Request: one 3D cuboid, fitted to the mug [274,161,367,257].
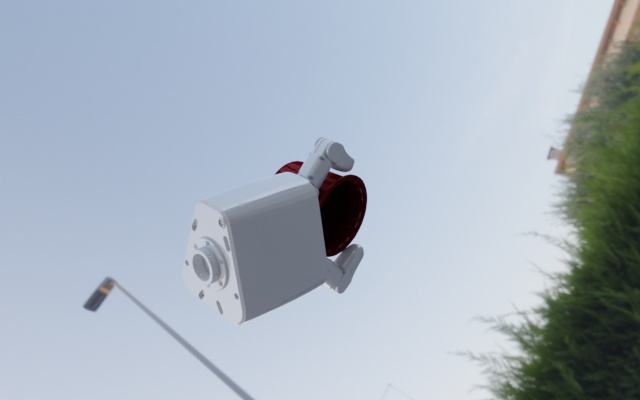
[{"bbox_3d":[0.001,0.001,0.538,0.081,0.093,0.117,23,28,35],"label":"mug"}]
